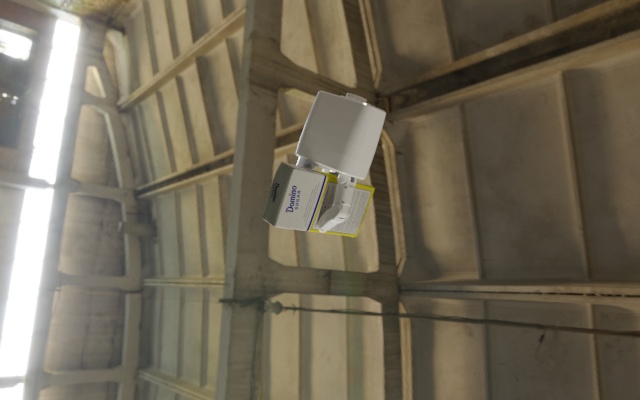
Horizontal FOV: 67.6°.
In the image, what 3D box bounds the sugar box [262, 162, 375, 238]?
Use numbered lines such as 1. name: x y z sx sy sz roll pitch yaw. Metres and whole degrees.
1. sugar box: 0.000 0.002 0.749 0.176 0.093 0.048 12 11 -40
